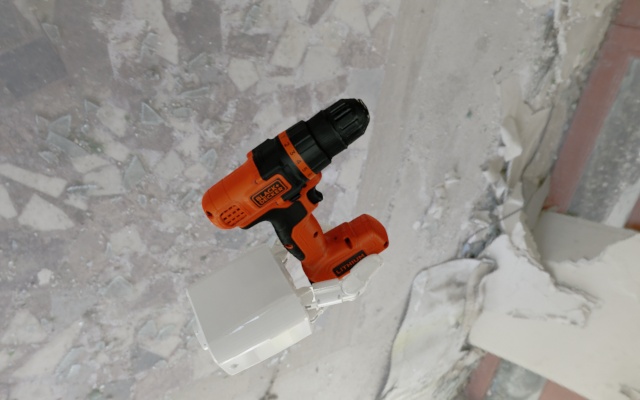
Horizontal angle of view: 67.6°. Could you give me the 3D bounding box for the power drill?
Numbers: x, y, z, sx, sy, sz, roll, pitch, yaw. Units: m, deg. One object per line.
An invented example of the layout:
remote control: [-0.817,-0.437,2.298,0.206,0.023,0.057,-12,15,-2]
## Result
power drill: [0.000,0.002,0.501,0.184,0.057,0.188,-33,-49,9]
